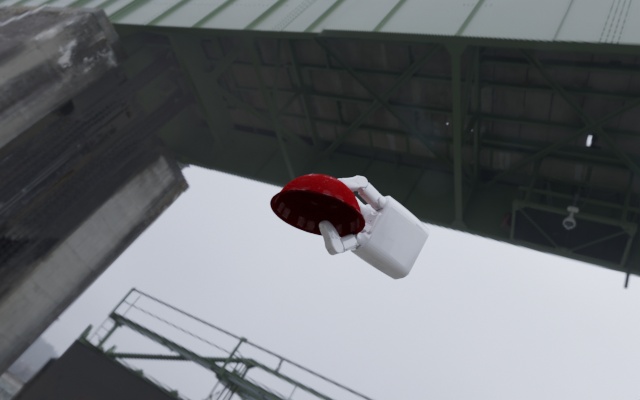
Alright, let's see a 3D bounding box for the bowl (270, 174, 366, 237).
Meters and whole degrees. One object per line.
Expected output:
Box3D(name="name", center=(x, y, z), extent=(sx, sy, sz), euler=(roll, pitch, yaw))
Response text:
Box3D(name="bowl", center=(-0.001, 0.002, 0.796), extent=(0.162, 0.055, 0.162), euler=(11, -26, 6))
